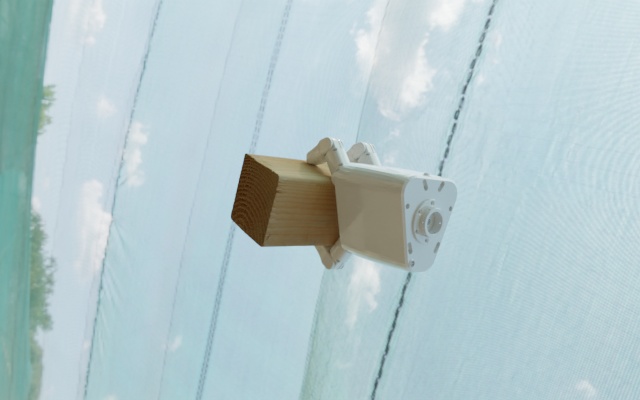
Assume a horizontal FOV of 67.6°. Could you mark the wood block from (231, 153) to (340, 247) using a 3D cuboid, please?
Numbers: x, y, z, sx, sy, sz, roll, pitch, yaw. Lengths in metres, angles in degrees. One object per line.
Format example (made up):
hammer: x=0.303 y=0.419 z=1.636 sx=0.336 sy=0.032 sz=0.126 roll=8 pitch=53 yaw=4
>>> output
wood block: x=0.000 y=0.002 z=0.629 sx=0.206 sy=0.091 sz=0.090 roll=3 pitch=19 yaw=-38
